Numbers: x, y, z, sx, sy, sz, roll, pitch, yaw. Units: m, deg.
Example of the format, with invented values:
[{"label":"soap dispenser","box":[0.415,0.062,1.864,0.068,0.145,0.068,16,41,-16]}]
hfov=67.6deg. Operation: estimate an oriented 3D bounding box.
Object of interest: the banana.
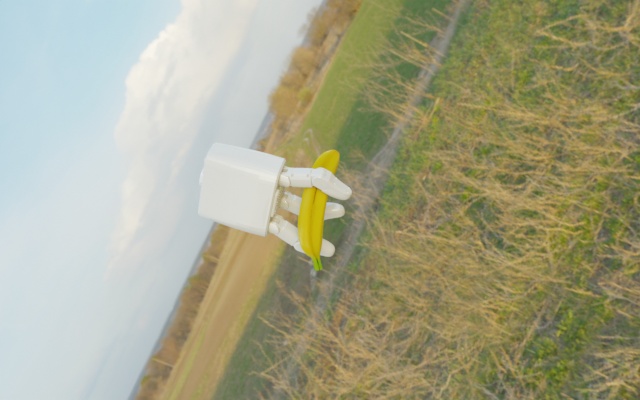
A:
[{"label":"banana","box":[-0.003,-0.003,0.692,0.037,0.197,0.070,5,-26,13]}]
